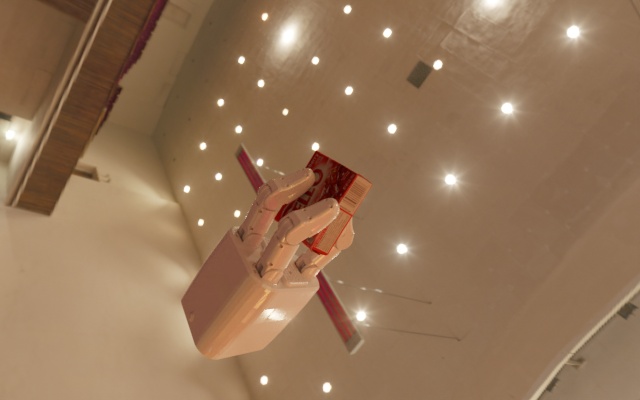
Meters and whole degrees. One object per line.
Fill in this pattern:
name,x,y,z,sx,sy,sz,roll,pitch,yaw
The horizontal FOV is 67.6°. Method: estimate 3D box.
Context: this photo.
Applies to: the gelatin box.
gelatin box,0.001,0.001,0.493,0.030,0.089,0.073,31,3,-43
